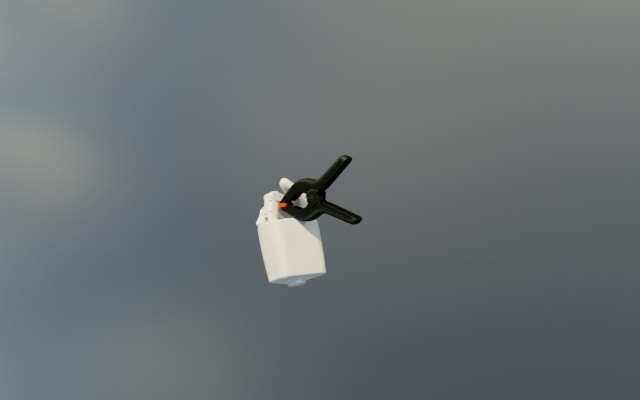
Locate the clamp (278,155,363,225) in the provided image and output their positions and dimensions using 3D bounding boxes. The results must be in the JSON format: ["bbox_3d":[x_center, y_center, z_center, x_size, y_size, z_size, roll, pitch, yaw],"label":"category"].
[{"bbox_3d":[0.000,0.003,0.856,0.171,0.120,0.039,-24,-18,35],"label":"clamp"}]
